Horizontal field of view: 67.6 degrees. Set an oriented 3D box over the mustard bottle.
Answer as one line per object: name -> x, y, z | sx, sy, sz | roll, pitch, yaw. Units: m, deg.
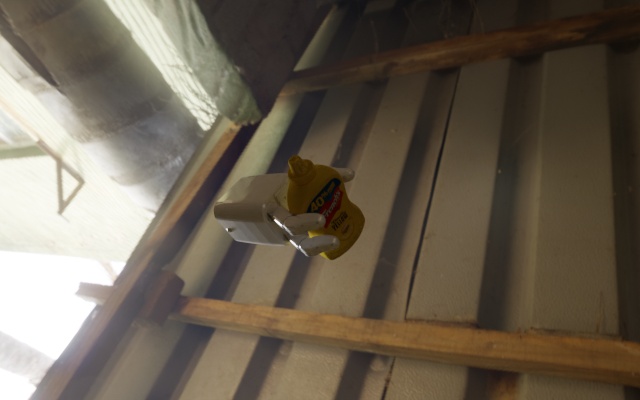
mustard bottle -> 0.000, 0.003, 0.727 | 0.058, 0.096, 0.192 | 26, -23, 43
